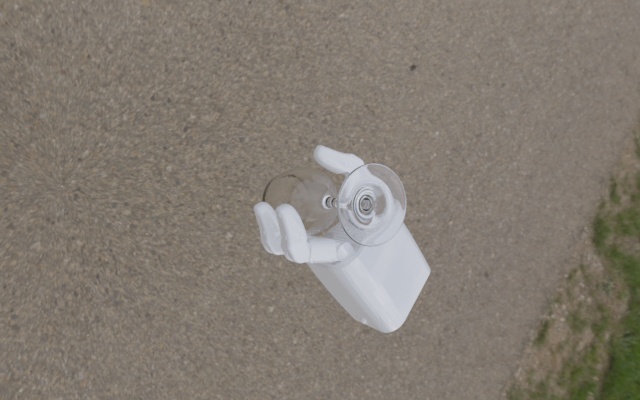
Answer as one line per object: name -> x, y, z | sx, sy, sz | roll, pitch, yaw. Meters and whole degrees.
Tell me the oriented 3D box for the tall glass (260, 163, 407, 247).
tall glass -> 0.000, 0.002, 0.510 | 0.079, 0.079, 0.201 | 0, 2, -29
